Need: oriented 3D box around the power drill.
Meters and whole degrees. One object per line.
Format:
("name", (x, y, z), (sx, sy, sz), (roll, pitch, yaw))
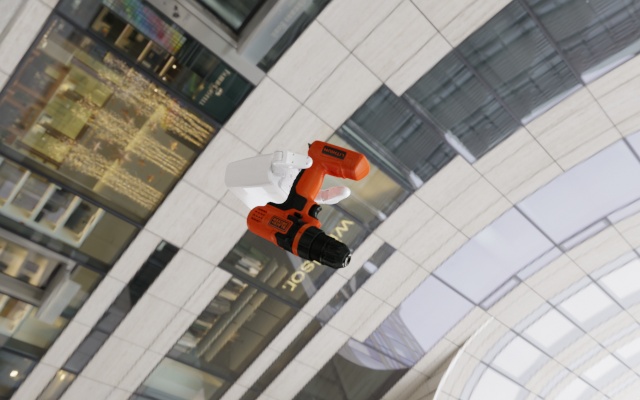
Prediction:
("power drill", (0.000, 0.002, 0.742), (0.184, 0.187, 0.057), (22, -25, 27))
